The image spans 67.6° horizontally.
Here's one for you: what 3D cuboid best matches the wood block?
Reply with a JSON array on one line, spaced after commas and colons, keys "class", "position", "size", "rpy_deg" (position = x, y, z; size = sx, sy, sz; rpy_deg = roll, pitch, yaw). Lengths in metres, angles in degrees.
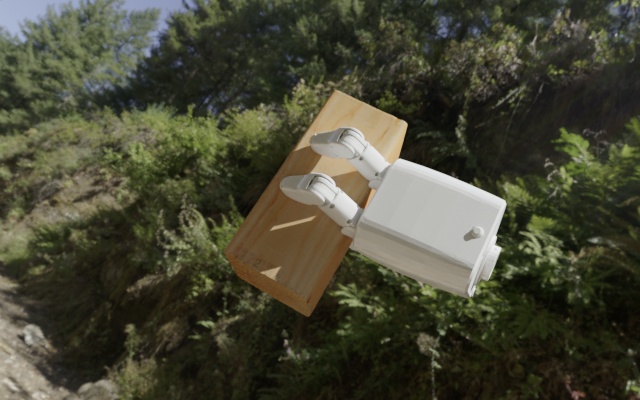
[{"class": "wood block", "position": [0.000, 0.002, 0.496], "size": [0.090, 0.206, 0.091], "rpy_deg": [27, -22, 12]}]
